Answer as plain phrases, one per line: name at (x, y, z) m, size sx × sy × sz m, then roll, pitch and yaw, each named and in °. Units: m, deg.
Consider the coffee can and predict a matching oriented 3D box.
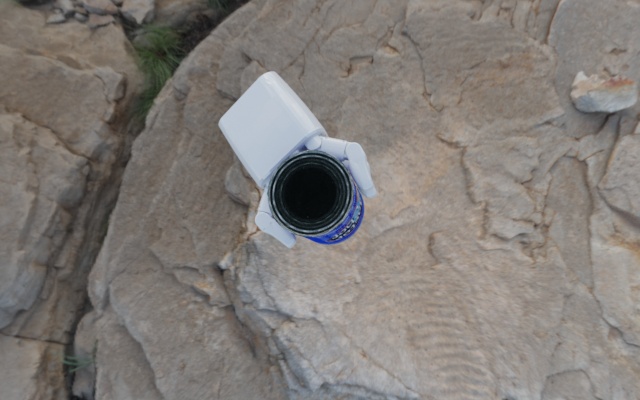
coffee can at (0.000, 0.002, 0.616) m, size 0.103 × 0.103 × 0.140 m, roll 0°, pitch -9°, yaw 10°
